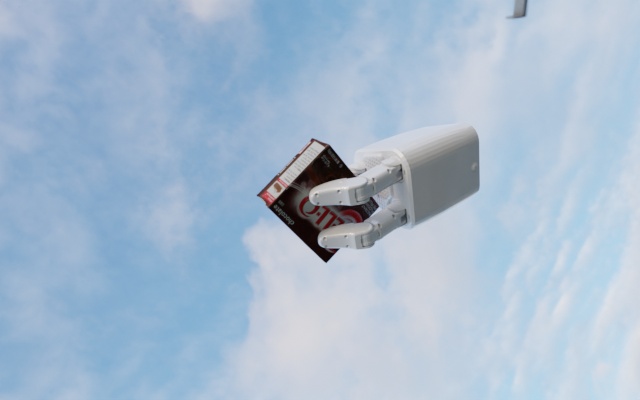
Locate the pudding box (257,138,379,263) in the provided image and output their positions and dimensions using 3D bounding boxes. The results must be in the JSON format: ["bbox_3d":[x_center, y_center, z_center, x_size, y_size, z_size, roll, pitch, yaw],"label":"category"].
[{"bbox_3d":[0.000,0.002,0.519,0.113,0.090,0.039,47,-7,-35],"label":"pudding box"}]
